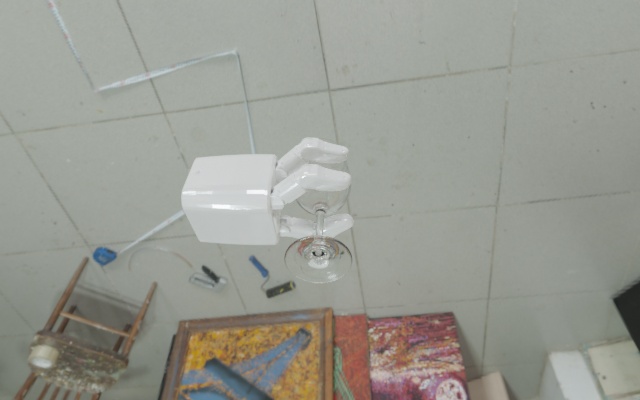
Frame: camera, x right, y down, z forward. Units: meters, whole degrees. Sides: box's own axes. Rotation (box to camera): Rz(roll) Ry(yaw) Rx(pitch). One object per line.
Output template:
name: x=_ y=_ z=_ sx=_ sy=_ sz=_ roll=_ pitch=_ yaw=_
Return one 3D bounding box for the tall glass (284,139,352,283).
tall glass: x=0.000 y=0.002 z=0.595 sx=0.079 sy=0.079 sz=0.200 roll=0 pitch=40 yaw=2
